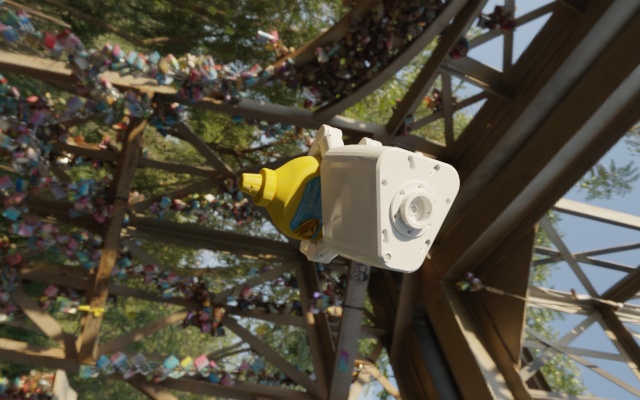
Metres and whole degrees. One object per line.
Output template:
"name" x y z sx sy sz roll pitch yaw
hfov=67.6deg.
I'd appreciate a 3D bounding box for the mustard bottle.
"mustard bottle" 0.000 0.002 0.544 0.191 0.096 0.058 14 23 -26
